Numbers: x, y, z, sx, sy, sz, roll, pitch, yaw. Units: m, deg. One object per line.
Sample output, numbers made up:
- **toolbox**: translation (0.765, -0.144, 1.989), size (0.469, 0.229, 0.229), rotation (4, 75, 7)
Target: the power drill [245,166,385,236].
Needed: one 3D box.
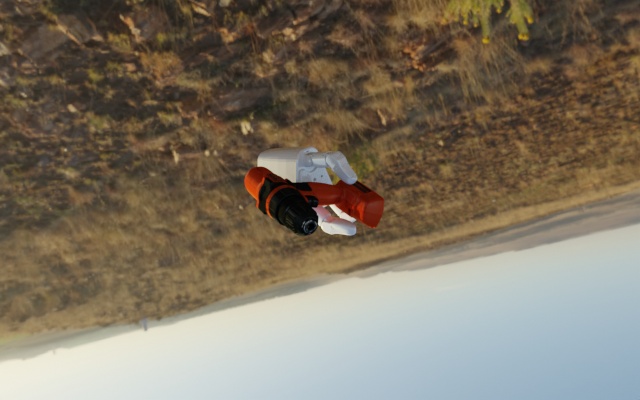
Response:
- **power drill**: translation (0.000, 0.002, 0.704), size (0.187, 0.057, 0.184), rotation (6, 21, -34)
